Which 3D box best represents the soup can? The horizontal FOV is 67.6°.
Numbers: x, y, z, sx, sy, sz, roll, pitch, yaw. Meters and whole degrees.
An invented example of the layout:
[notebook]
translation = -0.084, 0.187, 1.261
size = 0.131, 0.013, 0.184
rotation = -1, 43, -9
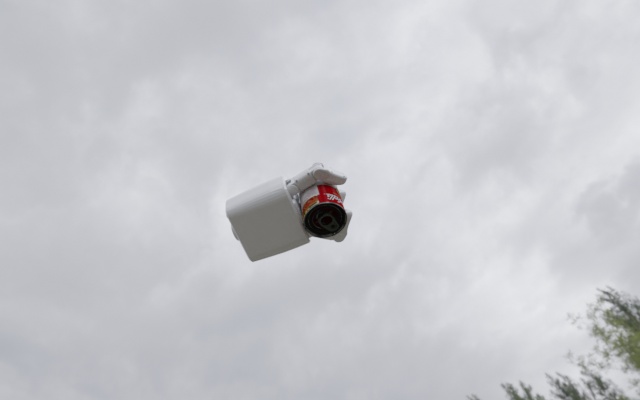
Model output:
[soup can]
translation = 0.000, 0.002, 0.769
size = 0.068, 0.068, 0.102
rotation = 0, 35, -11
